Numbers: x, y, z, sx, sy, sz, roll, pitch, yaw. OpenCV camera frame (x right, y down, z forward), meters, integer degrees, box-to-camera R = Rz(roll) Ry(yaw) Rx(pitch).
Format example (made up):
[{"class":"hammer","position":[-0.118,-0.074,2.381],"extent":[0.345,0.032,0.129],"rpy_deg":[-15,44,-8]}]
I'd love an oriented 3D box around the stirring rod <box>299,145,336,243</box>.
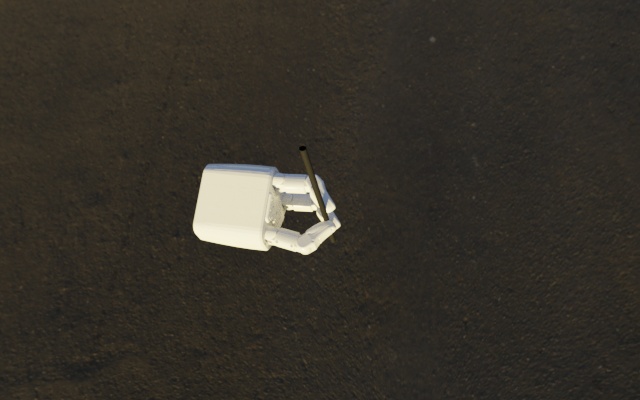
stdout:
[{"class":"stirring rod","position":[0.000,0.002,0.613],"extent":[0.011,0.011,0.240],"rpy_deg":[0,-29,10]}]
